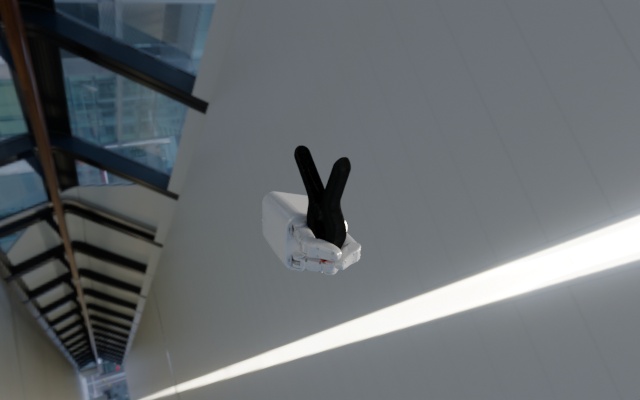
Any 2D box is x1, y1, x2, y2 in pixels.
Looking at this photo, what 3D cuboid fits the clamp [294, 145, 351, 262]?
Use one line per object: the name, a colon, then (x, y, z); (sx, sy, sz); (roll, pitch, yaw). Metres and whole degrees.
clamp: (0.001, 0.002, 0.689); (0.039, 0.171, 0.120); (-11, 28, -26)
